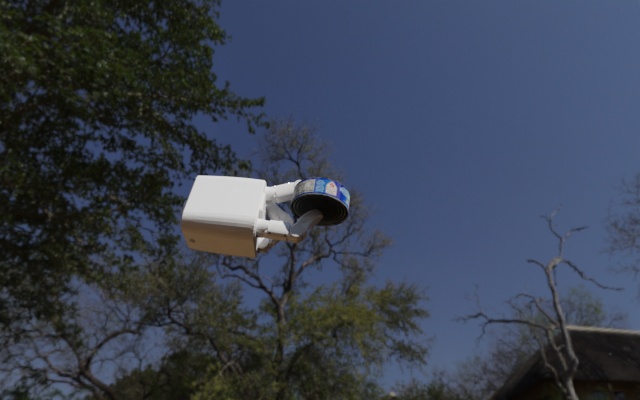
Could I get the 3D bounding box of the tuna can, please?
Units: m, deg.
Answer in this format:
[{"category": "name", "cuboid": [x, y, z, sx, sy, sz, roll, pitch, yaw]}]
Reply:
[{"category": "tuna can", "cuboid": [0.000, 0.002, 0.704, 0.086, 0.033, 0.086, 6, -33, 4]}]
